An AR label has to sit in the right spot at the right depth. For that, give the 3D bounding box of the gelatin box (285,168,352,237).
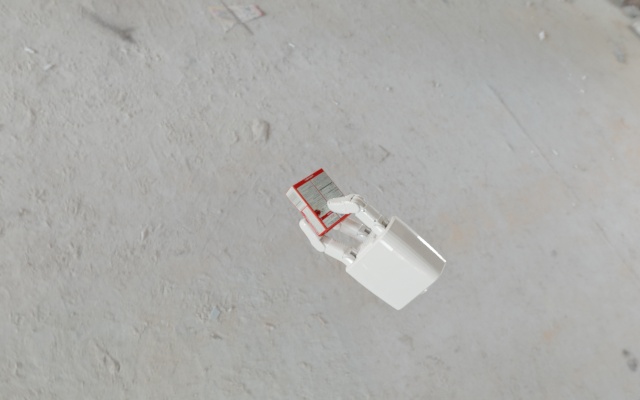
[{"bbox_3d":[0.000,0.002,0.747,0.073,0.089,0.030,-35,-5,-41],"label":"gelatin box"}]
